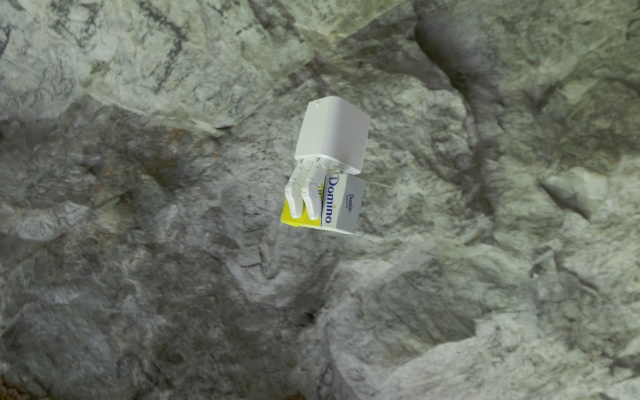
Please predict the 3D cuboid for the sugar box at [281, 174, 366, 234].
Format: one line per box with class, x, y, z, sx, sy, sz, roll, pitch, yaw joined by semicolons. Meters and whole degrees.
sugar box;0.000;0.002;0.822;0.048;0.093;0.176;17;-8;-31
